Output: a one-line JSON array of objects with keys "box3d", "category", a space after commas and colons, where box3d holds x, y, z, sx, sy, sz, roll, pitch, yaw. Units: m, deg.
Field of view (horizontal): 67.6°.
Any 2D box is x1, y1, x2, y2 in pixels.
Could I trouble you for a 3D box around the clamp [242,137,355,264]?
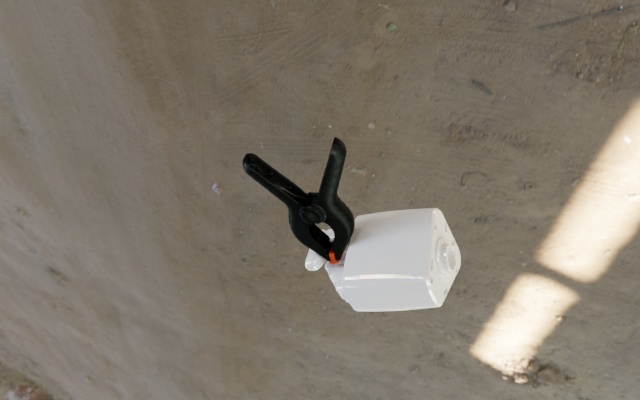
[{"box3d": [0.000, 0.002, 0.545, 0.120, 0.171, 0.039, -11, 38, 33], "category": "clamp"}]
